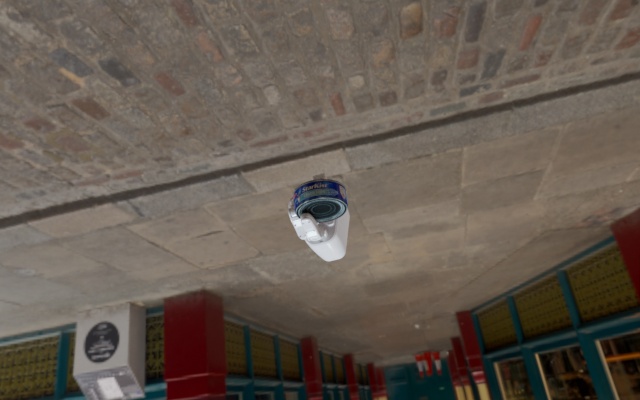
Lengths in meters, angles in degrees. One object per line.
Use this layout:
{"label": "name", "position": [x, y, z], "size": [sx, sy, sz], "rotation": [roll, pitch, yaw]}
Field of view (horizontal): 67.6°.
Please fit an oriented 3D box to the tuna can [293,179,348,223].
{"label": "tuna can", "position": [0.000, 0.003, 0.758], "size": [0.086, 0.033, 0.086], "rotation": [-5, -29, -3]}
